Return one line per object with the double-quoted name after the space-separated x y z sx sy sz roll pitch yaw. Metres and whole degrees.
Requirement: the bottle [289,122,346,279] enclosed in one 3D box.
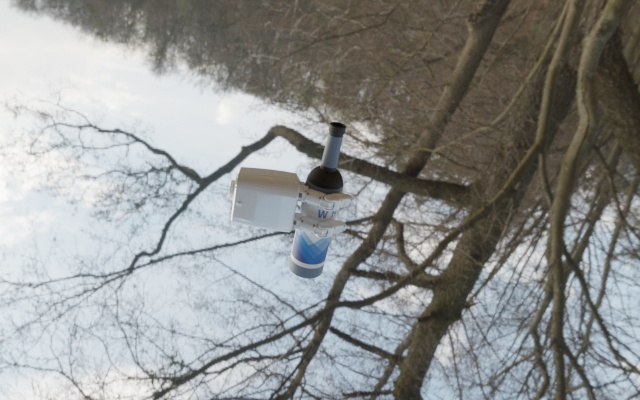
0.000 0.003 0.852 0.069 0.296 0.069 10 28 -5 "bottle"
